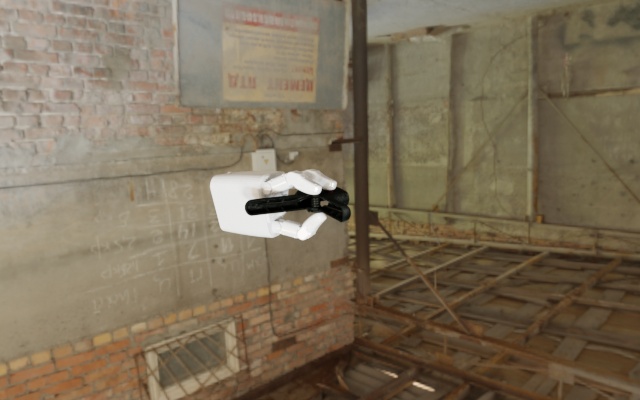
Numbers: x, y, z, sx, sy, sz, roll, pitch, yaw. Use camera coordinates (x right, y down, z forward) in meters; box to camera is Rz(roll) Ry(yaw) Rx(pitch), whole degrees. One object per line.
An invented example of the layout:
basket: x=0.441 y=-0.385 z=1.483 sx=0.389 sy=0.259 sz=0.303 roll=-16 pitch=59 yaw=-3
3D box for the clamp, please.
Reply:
clamp: x=0.000 y=0.003 z=0.778 sx=0.164 sy=0.036 sz=0.210 roll=6 pitch=11 yaw=25
